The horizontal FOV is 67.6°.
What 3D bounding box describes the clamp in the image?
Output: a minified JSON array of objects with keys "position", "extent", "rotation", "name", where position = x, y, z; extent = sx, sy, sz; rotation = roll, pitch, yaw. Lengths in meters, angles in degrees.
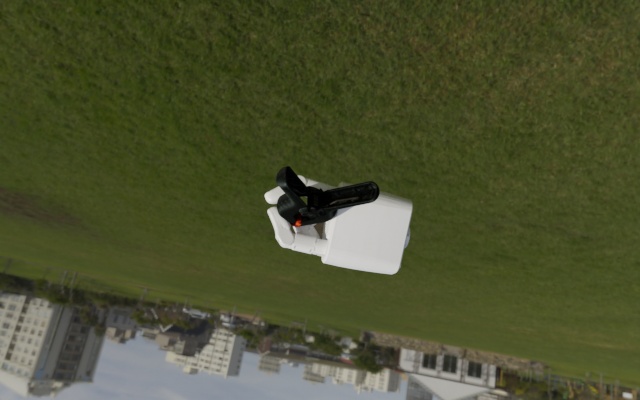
[{"position":[0.000,0.003,0.602],"extent":[0.120,0.039,0.171],"rotation":[12,-16,-5],"name":"clamp"}]
